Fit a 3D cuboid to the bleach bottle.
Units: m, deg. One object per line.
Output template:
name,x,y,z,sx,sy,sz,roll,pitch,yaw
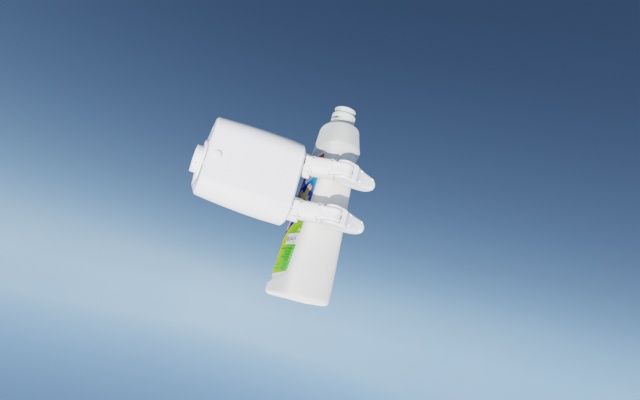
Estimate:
bleach bottle,0.000,0.002,0.605,0.068,0.250,0.102,18,-15,-17
